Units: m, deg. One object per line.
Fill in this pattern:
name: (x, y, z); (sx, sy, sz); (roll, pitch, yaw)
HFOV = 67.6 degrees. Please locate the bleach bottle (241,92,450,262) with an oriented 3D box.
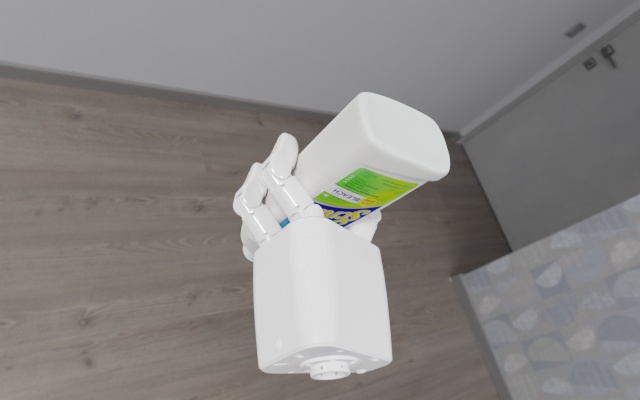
bleach bottle: (0.000, 0.001, 0.474); (0.102, 0.068, 0.251); (15, -37, -32)
